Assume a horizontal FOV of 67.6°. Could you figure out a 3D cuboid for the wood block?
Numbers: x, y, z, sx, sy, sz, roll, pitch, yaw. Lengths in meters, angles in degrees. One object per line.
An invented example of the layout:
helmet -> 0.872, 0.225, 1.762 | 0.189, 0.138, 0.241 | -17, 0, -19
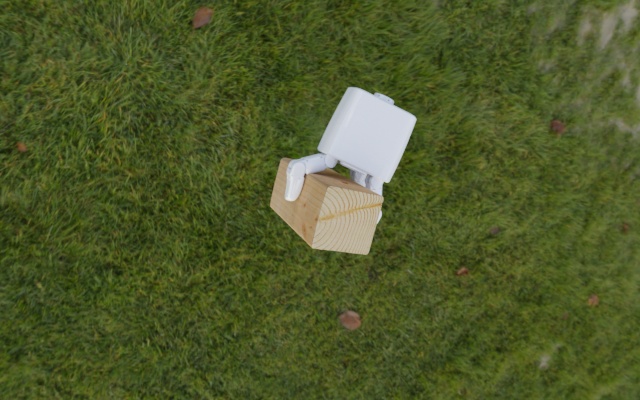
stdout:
wood block -> 0.000, 0.002, 0.739 | 0.091, 0.090, 0.206 | 10, 11, -24
